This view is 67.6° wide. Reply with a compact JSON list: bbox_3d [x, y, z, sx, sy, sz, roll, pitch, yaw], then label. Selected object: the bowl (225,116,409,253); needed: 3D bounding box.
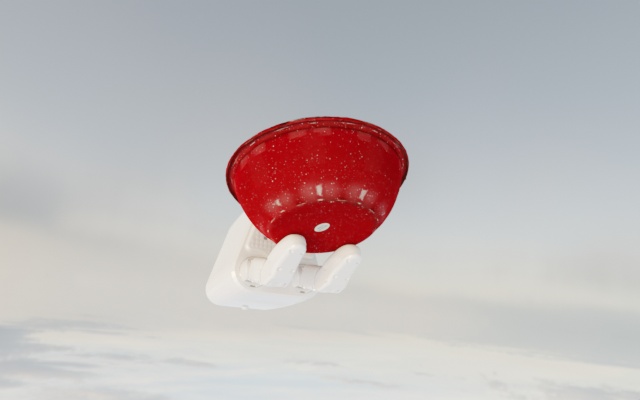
[{"bbox_3d":[0.000,0.001,0.408,0.162,0.055,0.162,-4,-32,-3],"label":"bowl"}]
